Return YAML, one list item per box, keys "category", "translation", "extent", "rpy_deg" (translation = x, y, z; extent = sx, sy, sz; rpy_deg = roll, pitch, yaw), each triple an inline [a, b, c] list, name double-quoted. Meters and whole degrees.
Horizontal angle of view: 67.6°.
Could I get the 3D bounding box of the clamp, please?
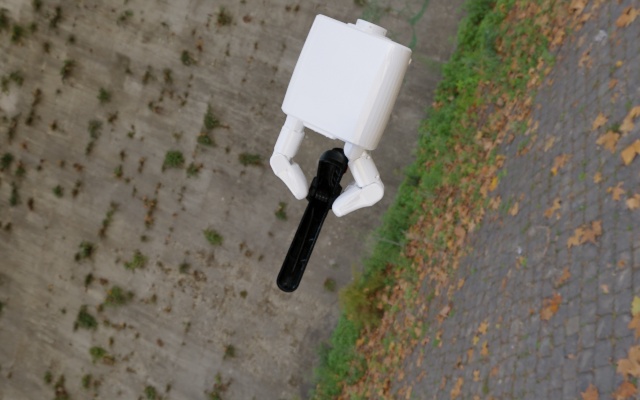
- category: "clamp"
  translation: [-0.001, 0.001, 0.558]
  extent: [0.036, 0.164, 0.210]
  rpy_deg: [22, 18, 1]
